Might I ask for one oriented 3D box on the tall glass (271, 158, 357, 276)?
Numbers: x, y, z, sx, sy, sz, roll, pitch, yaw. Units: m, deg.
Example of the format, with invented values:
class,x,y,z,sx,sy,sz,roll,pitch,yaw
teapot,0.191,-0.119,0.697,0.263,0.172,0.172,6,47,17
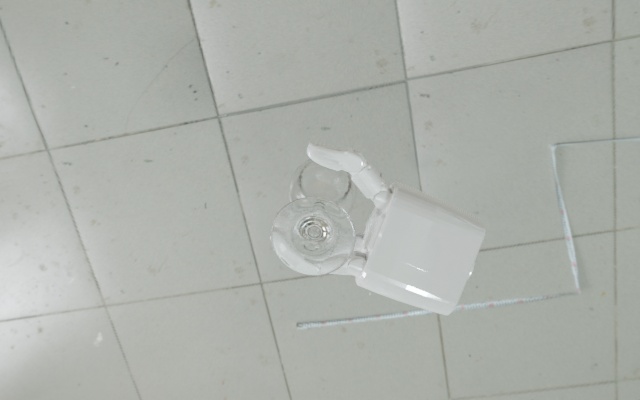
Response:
class,x,y,z,sx,sy,sz,roll,pitch,yaw
tall glass,0.000,0.002,0.507,0.079,0.079,0.201,0,18,4
